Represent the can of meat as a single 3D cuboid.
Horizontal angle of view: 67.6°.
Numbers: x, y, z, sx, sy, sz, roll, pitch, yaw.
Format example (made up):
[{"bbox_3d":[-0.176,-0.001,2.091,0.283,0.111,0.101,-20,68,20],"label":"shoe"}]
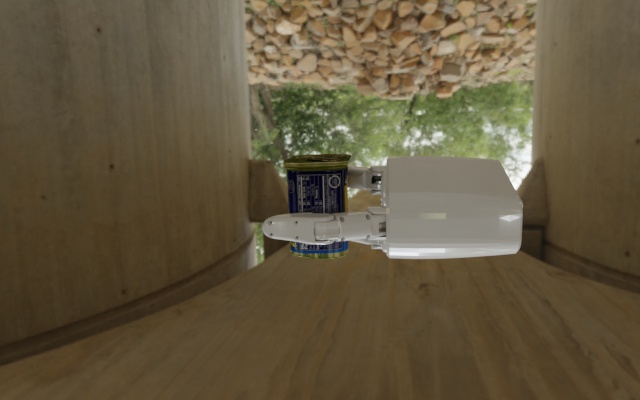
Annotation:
[{"bbox_3d":[0.000,0.002,0.446,0.057,0.084,0.102,-1,9,5],"label":"can of meat"}]
